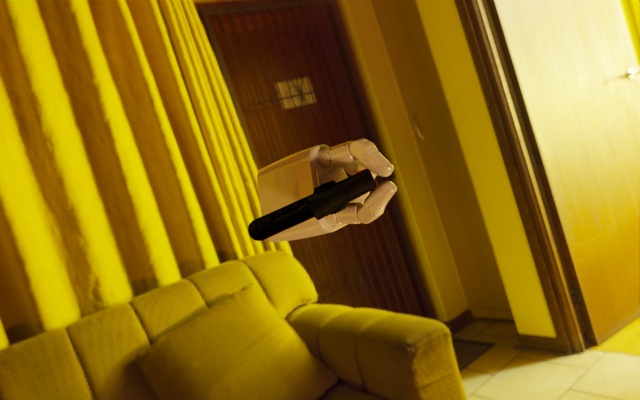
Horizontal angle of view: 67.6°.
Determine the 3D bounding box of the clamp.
[{"bbox_3d":[0.000,0.001,0.544,0.120,0.039,0.171,-15,4,37],"label":"clamp"}]
